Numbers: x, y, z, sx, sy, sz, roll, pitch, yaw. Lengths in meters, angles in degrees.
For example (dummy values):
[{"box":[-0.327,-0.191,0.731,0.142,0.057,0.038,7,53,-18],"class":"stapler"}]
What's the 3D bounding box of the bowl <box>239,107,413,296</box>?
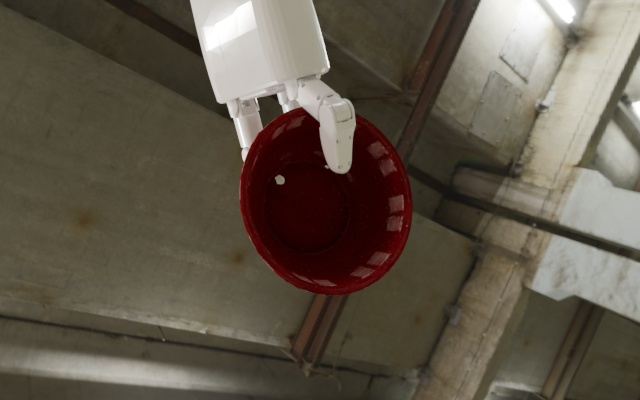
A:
[{"box":[0.000,0.003,0.421,0.162,0.162,0.055,0,-10,-26],"class":"bowl"}]
